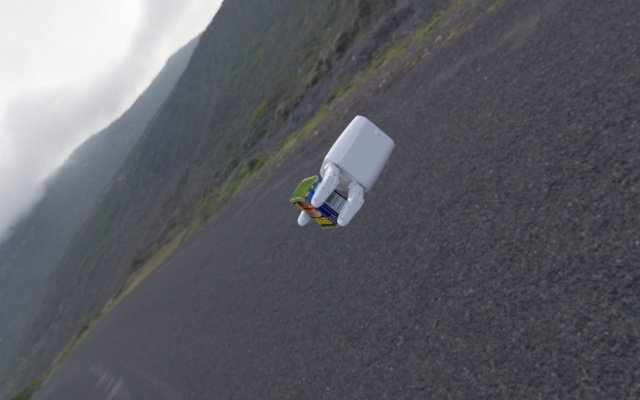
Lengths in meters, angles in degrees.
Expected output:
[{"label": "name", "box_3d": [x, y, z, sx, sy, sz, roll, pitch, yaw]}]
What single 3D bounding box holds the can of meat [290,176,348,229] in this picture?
[{"label": "can of meat", "box_3d": [0.000, 0.003, 0.847, 0.084, 0.057, 0.102, 38, -15, -13]}]
